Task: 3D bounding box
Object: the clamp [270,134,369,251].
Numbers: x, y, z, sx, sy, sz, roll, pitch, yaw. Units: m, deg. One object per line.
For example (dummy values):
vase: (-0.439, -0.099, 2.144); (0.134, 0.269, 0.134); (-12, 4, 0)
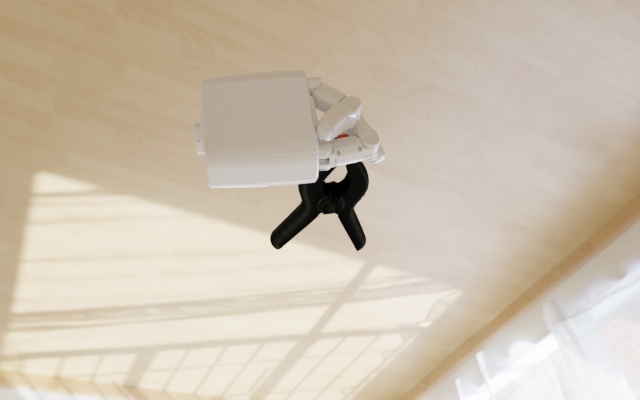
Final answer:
clamp: (0.000, 0.002, 0.549); (0.120, 0.172, 0.039); (-8, 42, -11)
